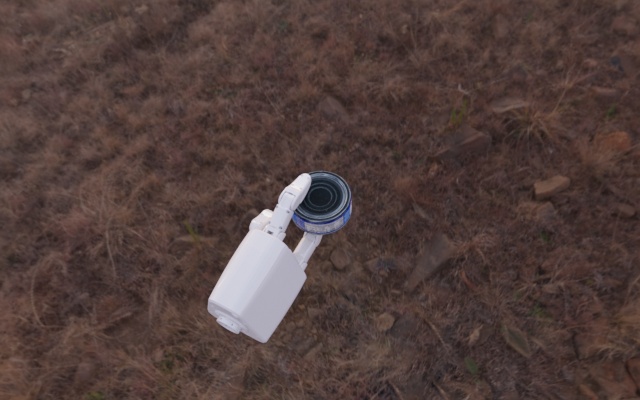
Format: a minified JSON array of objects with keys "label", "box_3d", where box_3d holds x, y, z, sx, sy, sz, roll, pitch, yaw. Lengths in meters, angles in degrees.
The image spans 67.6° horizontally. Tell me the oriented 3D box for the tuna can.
[{"label":"tuna can","box_3d":[0.000,0.002,0.650,0.086,0.086,0.034,0,-33,4]}]
